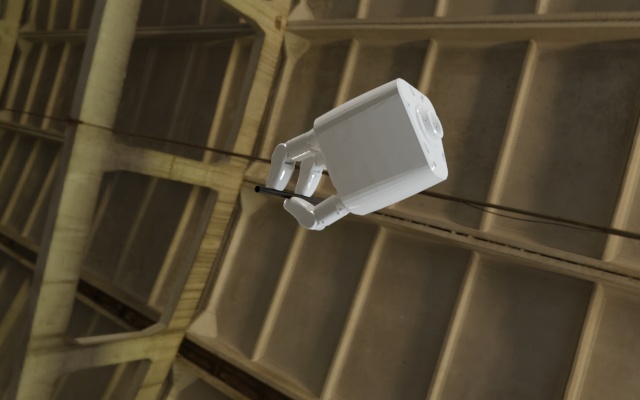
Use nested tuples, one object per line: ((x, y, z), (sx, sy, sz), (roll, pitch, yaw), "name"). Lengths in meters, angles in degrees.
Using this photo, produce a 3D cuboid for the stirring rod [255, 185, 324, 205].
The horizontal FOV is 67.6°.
((0.000, 0.002, 0.622), (0.011, 0.011, 0.239), (0, -7, 36), "stirring rod")
